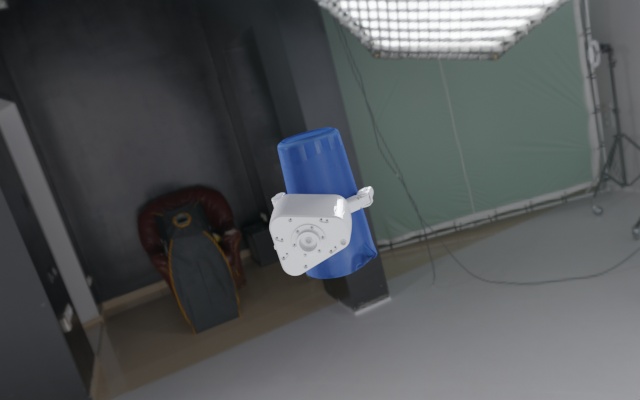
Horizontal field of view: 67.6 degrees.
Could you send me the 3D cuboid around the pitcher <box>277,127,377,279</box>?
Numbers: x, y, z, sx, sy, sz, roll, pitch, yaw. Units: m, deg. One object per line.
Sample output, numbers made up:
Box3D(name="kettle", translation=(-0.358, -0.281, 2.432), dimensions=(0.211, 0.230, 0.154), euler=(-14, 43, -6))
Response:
Box3D(name="pitcher", translation=(0.000, 0.003, 0.836), dimensions=(0.149, 0.243, 0.145), euler=(-14, 14, 5))
